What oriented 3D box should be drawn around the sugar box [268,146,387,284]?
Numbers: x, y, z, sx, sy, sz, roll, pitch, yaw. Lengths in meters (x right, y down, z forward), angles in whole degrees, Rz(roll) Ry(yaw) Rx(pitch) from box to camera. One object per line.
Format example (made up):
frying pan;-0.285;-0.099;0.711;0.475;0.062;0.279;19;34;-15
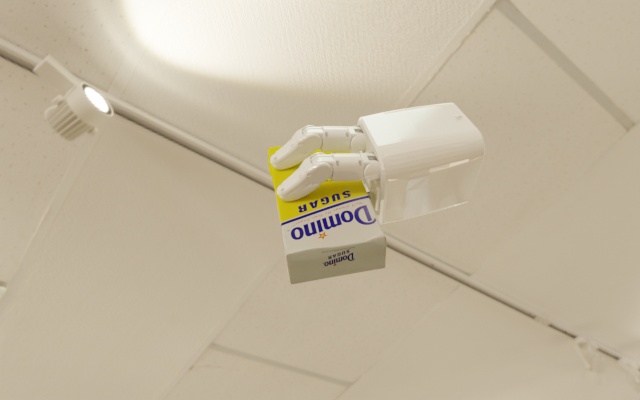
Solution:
sugar box;0.000;0.001;0.494;0.093;0.048;0.176;-9;37;-7
